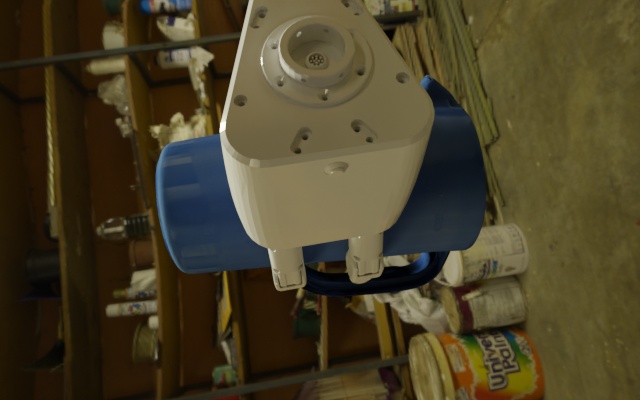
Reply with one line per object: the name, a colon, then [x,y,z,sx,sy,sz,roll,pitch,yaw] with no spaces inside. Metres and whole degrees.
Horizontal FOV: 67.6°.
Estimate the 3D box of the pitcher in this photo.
pitcher: [0.000,0.001,0.401,0.243,0.149,0.145,-8,-21,-5]
